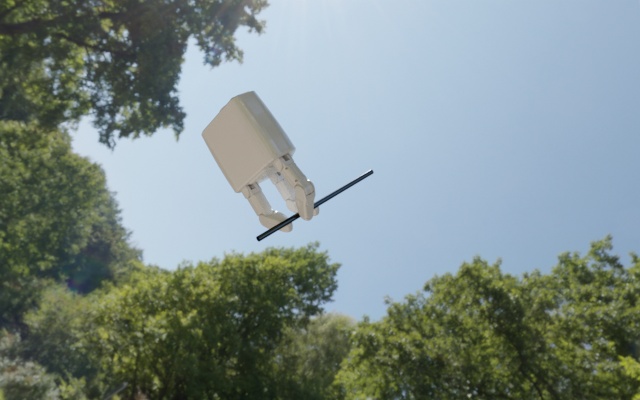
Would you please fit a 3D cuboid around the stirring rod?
[{"bbox_3d":[0.000,0.002,0.709,0.239,0.011,0.011,-30,19,-36],"label":"stirring rod"}]
